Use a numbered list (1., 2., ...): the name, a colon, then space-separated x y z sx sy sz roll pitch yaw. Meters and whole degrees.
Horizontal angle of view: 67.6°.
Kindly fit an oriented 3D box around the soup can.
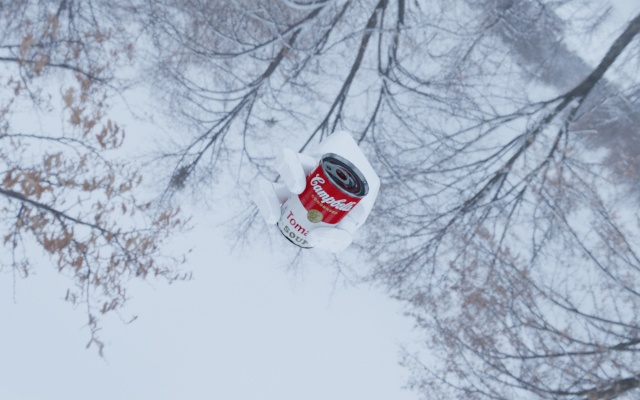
1. soup can: 0.000 0.002 0.571 0.068 0.068 0.102 0 -40 -48
